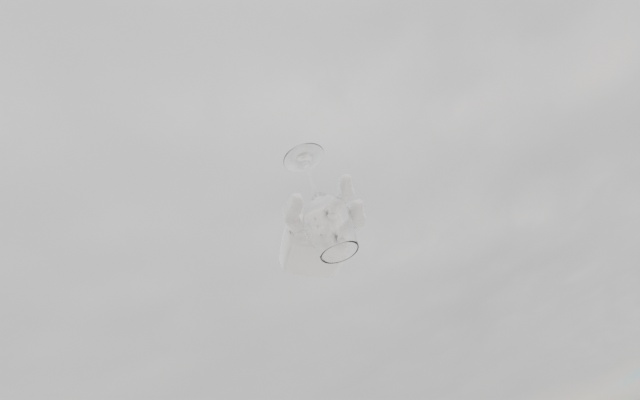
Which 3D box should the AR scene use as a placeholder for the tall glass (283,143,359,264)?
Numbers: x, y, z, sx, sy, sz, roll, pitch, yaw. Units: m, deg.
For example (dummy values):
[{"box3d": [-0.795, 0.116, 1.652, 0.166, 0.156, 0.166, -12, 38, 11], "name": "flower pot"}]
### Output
[{"box3d": [0.000, 0.002, 0.780, 0.079, 0.201, 0.079, -14, -35, -10], "name": "tall glass"}]
